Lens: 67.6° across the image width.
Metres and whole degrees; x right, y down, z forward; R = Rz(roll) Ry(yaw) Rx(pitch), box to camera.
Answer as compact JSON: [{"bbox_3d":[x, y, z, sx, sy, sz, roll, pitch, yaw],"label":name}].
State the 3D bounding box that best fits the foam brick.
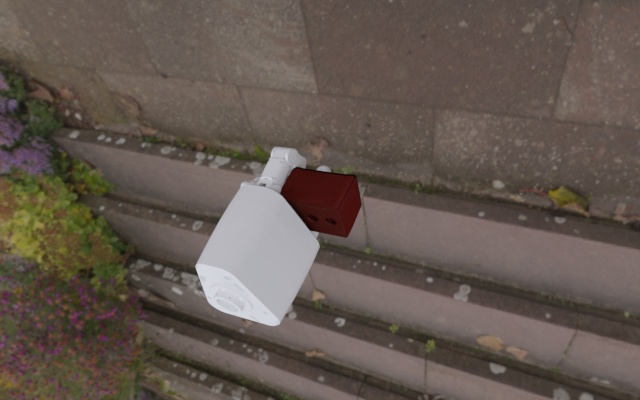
[{"bbox_3d":[0.000,0.002,0.537,0.078,0.051,0.053,9,-37,24],"label":"foam brick"}]
